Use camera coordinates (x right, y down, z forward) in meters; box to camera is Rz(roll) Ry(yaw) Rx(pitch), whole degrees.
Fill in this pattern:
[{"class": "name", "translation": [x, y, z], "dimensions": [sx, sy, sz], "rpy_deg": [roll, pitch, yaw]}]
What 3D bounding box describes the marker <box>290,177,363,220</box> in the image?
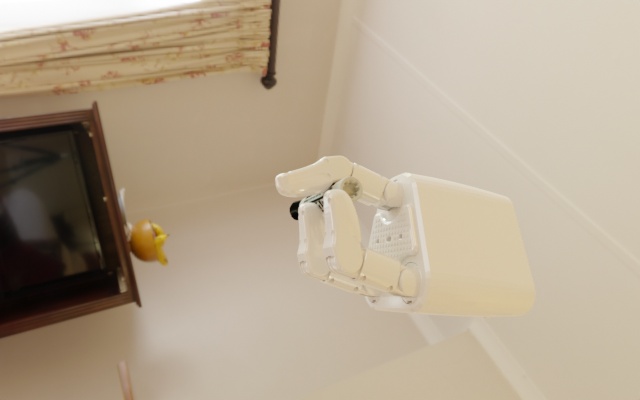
[{"class": "marker", "translation": [0.000, 0.001, 0.401], "dimensions": [0.020, 0.020, 0.121], "rpy_deg": [0, -9, -23]}]
